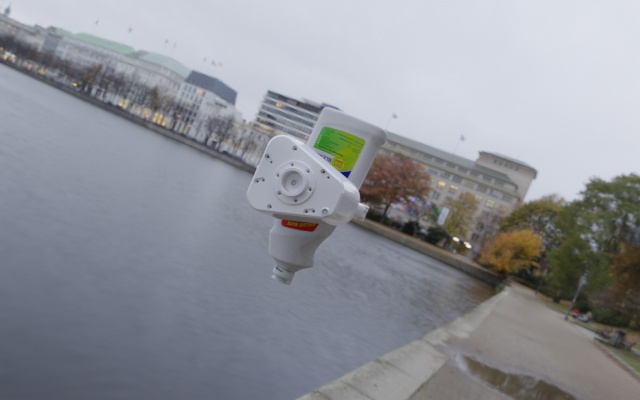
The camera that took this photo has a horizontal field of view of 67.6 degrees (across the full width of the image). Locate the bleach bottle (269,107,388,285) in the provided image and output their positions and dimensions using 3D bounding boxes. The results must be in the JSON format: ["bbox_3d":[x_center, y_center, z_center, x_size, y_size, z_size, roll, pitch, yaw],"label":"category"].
[{"bbox_3d":[0.000,0.002,0.677,0.102,0.251,0.068,23,1,13],"label":"bleach bottle"}]
